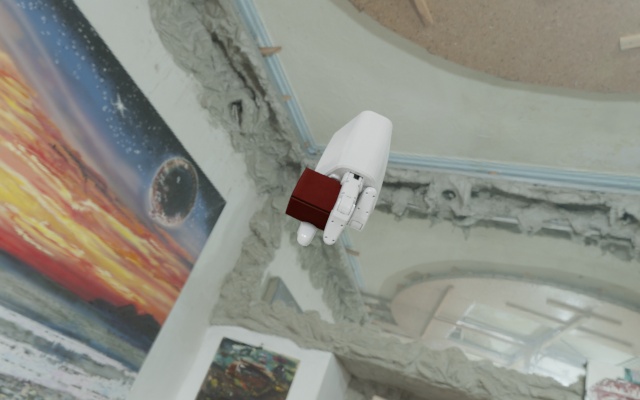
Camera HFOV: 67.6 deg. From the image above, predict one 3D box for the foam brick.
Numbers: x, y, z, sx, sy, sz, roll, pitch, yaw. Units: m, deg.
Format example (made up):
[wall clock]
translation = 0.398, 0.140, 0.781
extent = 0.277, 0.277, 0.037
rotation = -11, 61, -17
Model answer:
[foam brick]
translation = 0.000, 0.002, 0.632
extent = 0.078, 0.051, 0.053
rotation = 24, -29, -3
